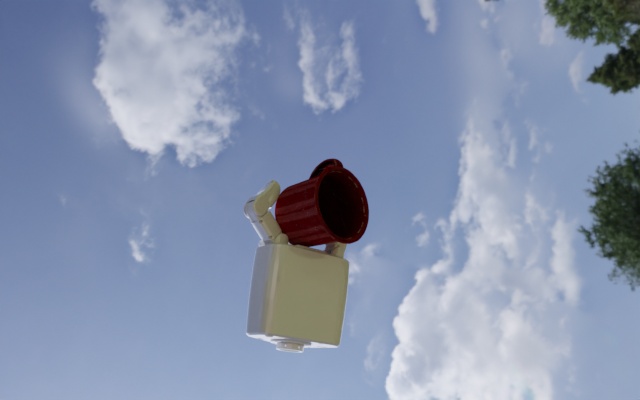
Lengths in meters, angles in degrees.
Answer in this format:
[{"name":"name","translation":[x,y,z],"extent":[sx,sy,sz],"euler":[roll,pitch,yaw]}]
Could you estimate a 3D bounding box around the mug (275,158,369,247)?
[{"name":"mug","translation":[0.000,0.001,0.587],"extent":[0.081,0.117,0.093],"euler":[-17,-33,43]}]
